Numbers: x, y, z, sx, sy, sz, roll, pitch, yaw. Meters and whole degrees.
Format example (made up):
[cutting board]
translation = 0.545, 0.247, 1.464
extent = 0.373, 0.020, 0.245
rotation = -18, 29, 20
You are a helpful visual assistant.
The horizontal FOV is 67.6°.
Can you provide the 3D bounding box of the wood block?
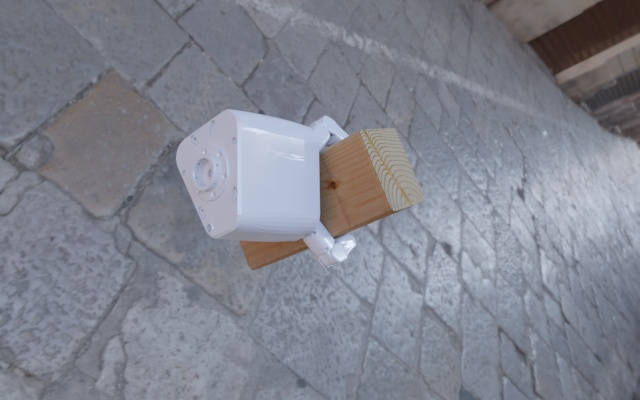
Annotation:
[wood block]
translation = 0.000, 0.002, 0.558
extent = 0.206, 0.091, 0.090
rotation = -25, -6, 34
